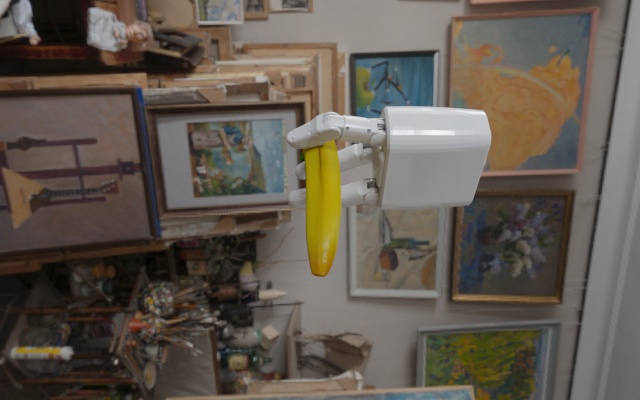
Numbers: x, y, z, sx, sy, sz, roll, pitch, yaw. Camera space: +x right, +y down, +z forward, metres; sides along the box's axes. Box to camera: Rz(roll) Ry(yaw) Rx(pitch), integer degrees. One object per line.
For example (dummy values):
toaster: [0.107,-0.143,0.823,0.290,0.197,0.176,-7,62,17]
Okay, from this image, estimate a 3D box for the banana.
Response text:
banana: [0.001,-0.015,0.494,0.037,0.070,0.197,1,40,-5]
